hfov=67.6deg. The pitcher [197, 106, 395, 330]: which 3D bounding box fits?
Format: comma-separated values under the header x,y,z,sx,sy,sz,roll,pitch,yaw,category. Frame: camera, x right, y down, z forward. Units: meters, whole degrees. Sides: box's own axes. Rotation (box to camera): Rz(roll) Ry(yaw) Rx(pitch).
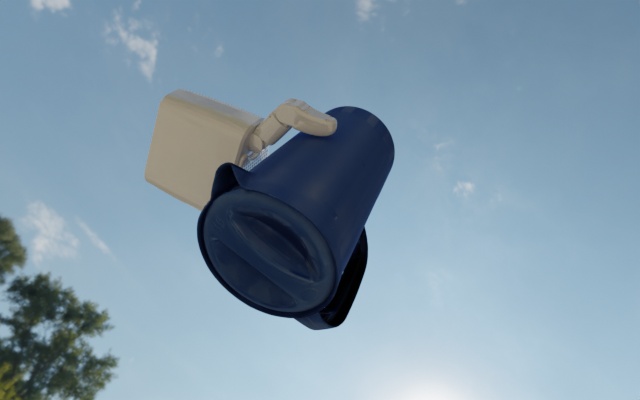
x,y,z,sx,sy,sz,roll,pitch,yaw,category
0.000,0.001,0.493,0.145,0.149,0.242,23,37,11,pitcher
